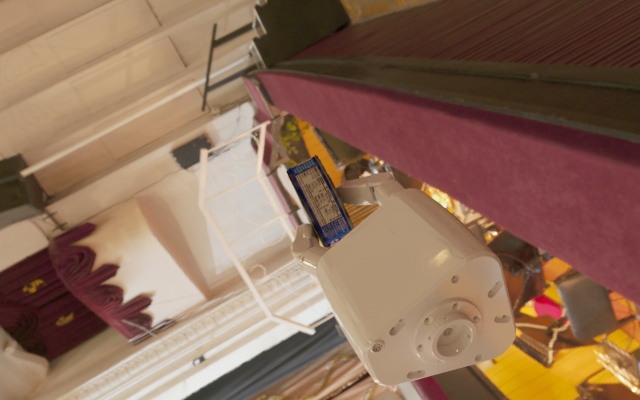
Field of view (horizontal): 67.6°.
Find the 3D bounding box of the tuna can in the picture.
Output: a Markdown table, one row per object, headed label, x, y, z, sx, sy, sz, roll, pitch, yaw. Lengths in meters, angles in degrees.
| label | x | y | z | sx | sy | sz | roll | pitch | yaw |
| --- | --- | --- | --- | --- | --- | --- | --- | --- | --- |
| tuna can | 0.000 | 0.002 | 0.458 | 0.034 | 0.086 | 0.086 | -27 | 1 | -1 |
